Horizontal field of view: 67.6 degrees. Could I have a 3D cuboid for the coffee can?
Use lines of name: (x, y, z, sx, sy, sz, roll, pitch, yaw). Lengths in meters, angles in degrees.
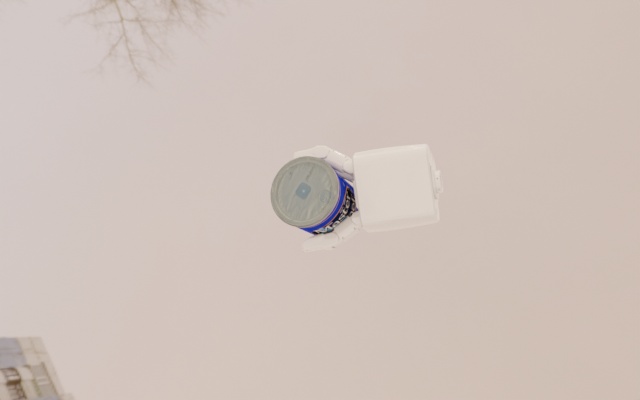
coffee can: (0.000, 0.002, 0.728, 0.103, 0.102, 0.140, 0, -13, 21)
